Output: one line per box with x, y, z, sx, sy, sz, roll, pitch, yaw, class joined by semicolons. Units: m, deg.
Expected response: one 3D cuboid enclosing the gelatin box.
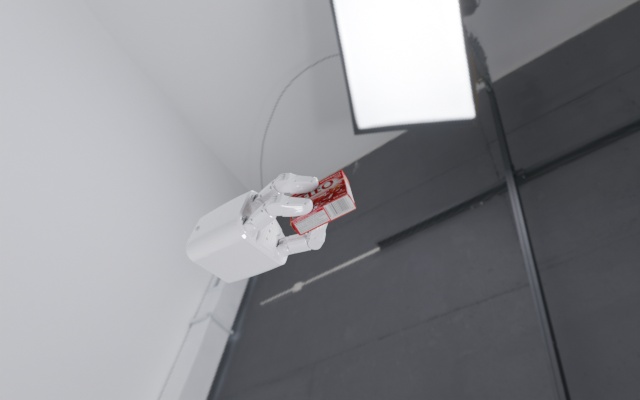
0.001;0.002;0.662;0.089;0.030;0.073;-26;28;10;gelatin box
